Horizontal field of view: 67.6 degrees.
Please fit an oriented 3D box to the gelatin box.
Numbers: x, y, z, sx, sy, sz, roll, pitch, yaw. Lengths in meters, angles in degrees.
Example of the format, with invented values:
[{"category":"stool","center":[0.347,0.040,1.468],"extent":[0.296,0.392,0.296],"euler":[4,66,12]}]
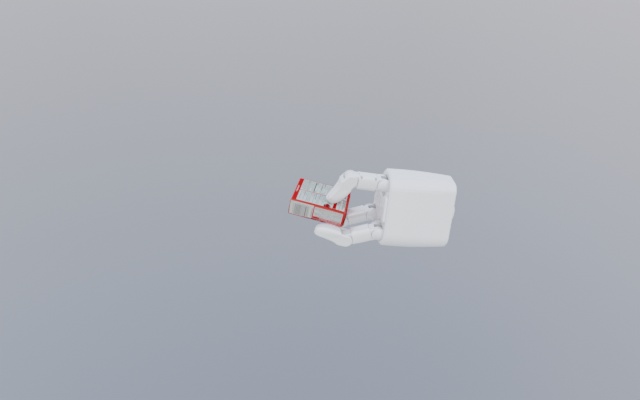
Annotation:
[{"category":"gelatin box","center":[0.000,0.002,0.757],"extent":[0.089,0.030,0.073],"euler":[15,31,2]}]
